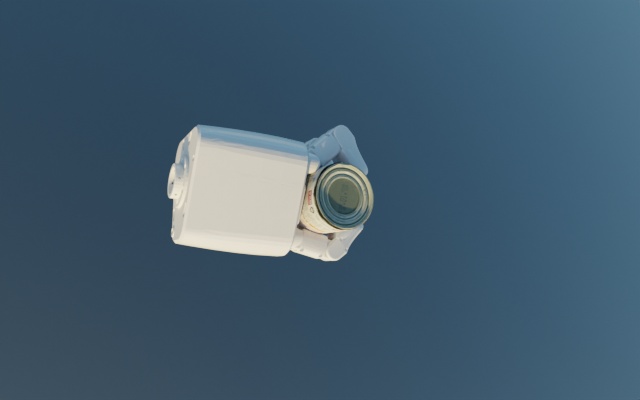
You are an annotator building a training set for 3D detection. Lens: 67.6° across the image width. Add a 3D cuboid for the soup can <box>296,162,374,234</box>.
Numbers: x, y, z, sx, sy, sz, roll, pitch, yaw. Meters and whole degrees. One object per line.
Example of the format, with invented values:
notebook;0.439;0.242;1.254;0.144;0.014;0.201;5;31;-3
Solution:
soup can;0.001;0.002;0.498;0.068;0.068;0.102;0;-7;-29
